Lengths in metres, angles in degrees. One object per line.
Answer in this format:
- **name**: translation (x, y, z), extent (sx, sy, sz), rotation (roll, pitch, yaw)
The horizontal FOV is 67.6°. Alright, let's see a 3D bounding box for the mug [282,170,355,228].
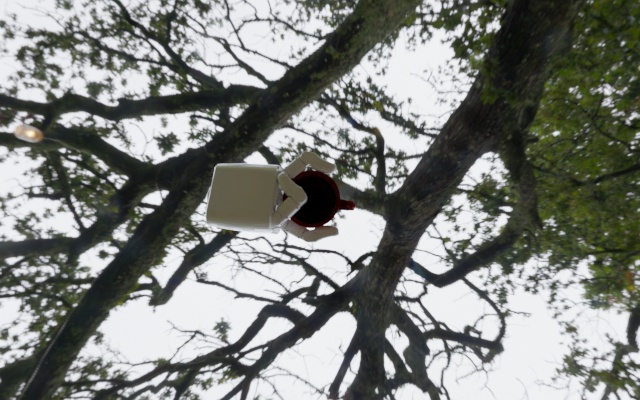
- **mug**: translation (0.002, 0.003, 0.802), extent (0.117, 0.093, 0.081), rotation (5, -5, 5)
